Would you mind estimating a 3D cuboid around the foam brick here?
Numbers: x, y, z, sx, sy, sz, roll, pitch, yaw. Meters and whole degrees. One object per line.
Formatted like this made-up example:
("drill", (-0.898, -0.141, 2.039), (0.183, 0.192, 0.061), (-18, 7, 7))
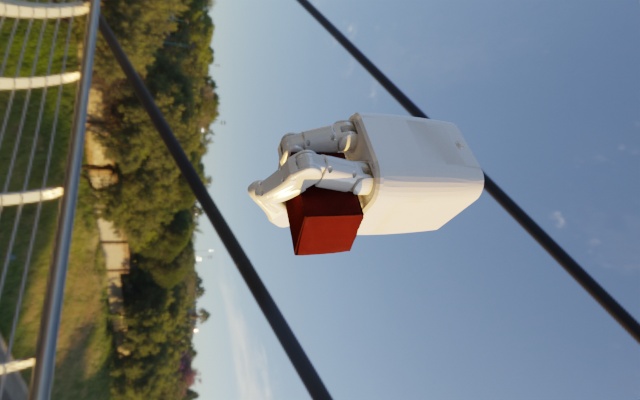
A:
("foam brick", (0.000, 0.002, 0.419), (0.051, 0.078, 0.053), (0, -41, -16))
